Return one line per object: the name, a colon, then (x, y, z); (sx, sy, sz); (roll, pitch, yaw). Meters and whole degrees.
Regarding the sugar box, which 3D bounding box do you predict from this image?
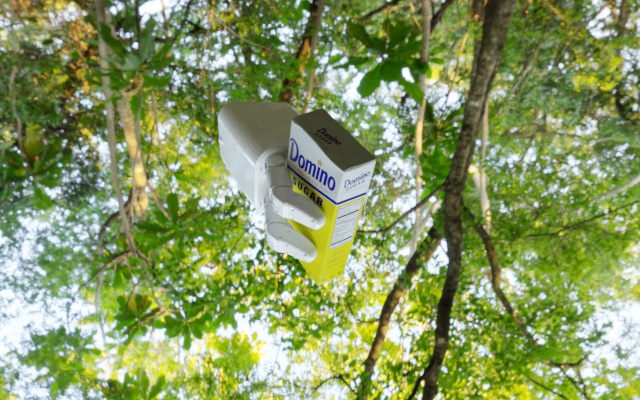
sugar box: (0.000, 0.002, 0.512); (0.048, 0.176, 0.093); (-22, 52, -26)
